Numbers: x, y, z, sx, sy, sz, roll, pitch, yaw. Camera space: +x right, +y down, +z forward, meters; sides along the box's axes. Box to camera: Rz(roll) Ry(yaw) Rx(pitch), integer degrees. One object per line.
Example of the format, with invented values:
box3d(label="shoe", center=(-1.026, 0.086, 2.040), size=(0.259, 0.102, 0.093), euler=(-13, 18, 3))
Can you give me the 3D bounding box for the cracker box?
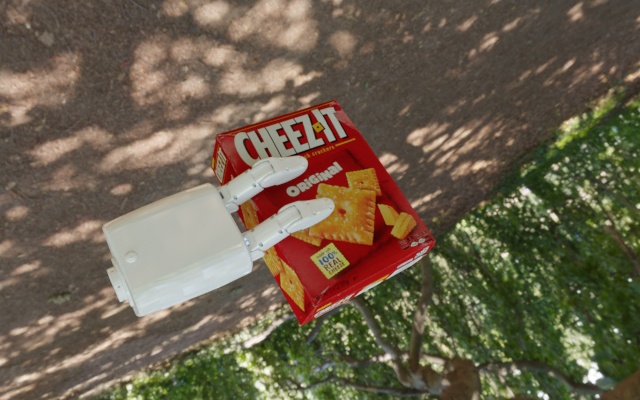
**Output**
box3d(label="cracker box", center=(0.000, 0.002, 0.530), size=(0.164, 0.213, 0.072), euler=(-22, -21, -28))
